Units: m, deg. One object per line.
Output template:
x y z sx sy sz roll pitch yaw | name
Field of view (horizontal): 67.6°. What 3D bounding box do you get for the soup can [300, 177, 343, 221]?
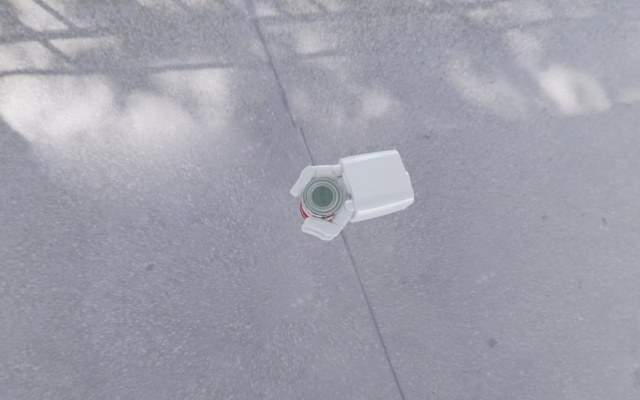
0.000 0.003 0.833 0.068 0.068 0.102 0 -11 -5 | soup can
